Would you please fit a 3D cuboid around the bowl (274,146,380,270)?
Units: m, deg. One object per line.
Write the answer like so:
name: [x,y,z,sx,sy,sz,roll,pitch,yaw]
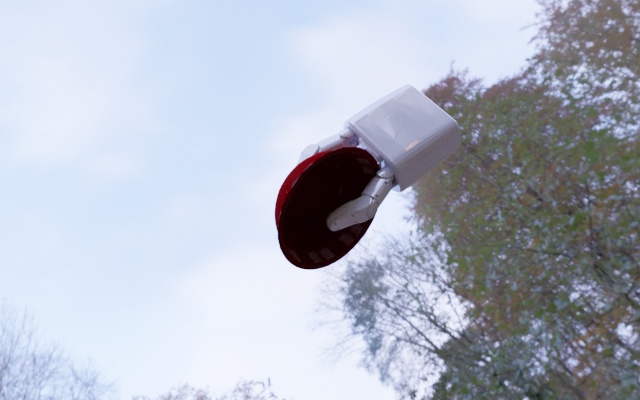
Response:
bowl: [-0.001,0.002,0.582,0.162,0.162,0.055,0,24,-44]
